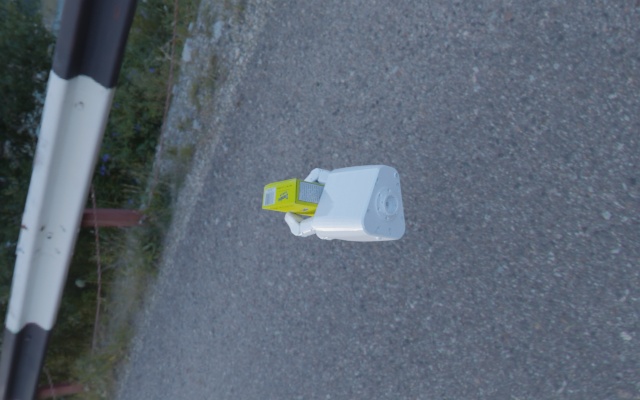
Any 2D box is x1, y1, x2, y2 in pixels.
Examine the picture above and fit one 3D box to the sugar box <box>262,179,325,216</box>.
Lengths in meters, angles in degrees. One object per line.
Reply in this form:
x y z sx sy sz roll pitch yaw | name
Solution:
0.000 0.003 0.808 0.176 0.048 0.093 13 -14 -38 | sugar box
